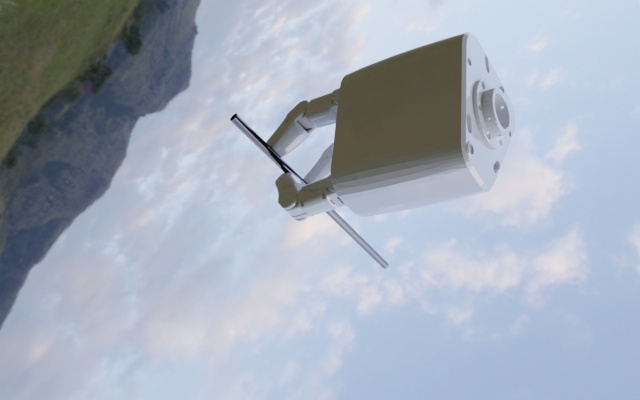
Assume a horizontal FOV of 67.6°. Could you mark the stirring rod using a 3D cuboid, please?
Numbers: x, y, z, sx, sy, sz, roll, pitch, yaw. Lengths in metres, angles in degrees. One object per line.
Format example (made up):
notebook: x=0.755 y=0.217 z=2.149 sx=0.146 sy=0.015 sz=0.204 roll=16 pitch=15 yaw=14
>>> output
stirring rod: x=0.000 y=0.001 z=0.459 sx=0.011 sy=0.011 sz=0.240 roll=0 pitch=-36 yaw=47
